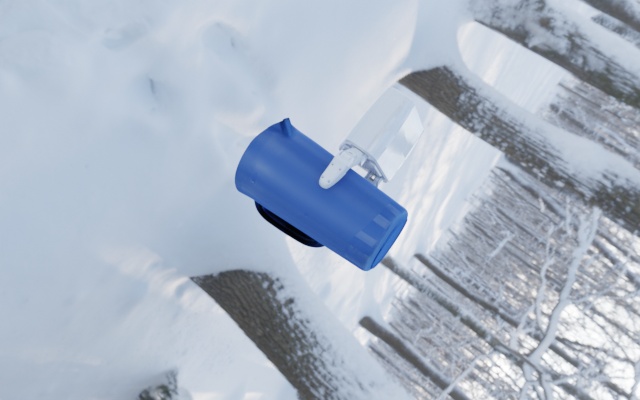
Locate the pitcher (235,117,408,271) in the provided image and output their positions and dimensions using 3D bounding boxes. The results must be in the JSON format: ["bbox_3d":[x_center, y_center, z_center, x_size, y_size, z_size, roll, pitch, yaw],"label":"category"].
[{"bbox_3d":[0.000,0.002,0.716,0.243,0.145,0.149,35,-5,16],"label":"pitcher"}]
